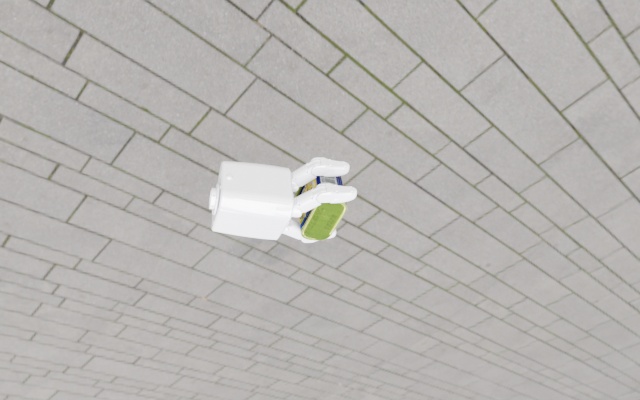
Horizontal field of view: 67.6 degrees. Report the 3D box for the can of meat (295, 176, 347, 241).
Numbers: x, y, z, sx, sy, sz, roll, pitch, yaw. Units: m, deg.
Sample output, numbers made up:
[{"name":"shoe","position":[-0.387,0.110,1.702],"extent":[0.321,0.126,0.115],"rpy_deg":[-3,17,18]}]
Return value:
[{"name":"can of meat","position":[0.000,0.003,0.763],"extent":[0.057,0.083,0.102],"rpy_deg":[11,-47,-19]}]
